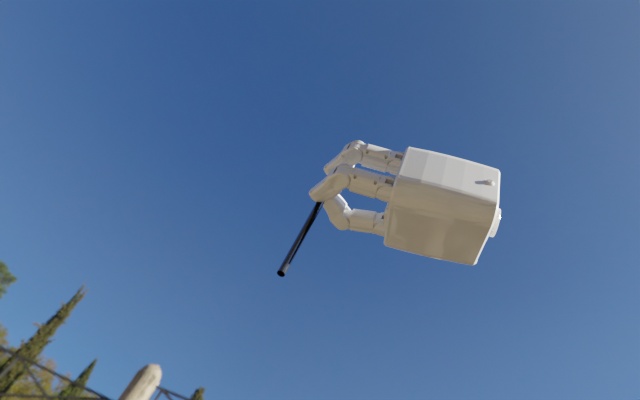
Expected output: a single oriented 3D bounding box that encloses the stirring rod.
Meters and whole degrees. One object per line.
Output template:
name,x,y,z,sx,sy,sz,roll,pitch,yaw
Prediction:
stirring rod,0.000,0.002,0.541,0.011,0.011,0.239,0,34,22
